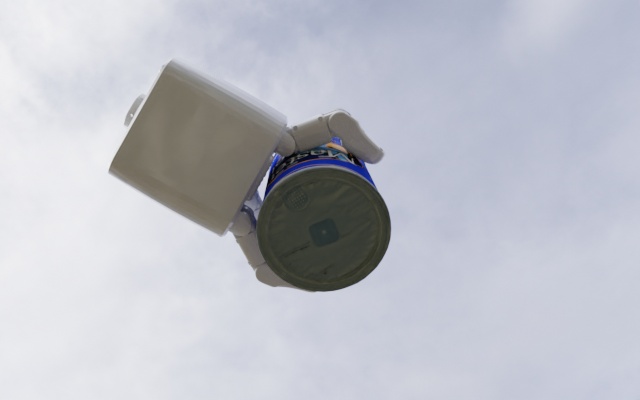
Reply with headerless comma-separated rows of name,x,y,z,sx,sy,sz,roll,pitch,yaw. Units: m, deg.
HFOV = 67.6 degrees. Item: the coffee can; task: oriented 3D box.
coffee can,0.000,0.001,0.425,0.103,0.103,0.140,0,20,-2
